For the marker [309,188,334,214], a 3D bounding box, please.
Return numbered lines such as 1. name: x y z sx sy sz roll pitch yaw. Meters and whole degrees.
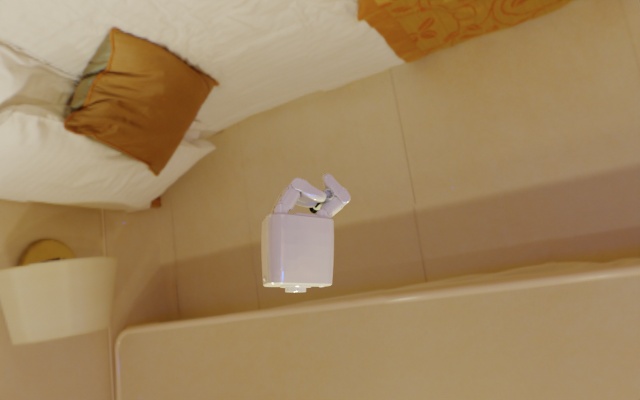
1. marker: 0.000 0.003 0.817 0.020 0.020 0.121 0 -13 -13
